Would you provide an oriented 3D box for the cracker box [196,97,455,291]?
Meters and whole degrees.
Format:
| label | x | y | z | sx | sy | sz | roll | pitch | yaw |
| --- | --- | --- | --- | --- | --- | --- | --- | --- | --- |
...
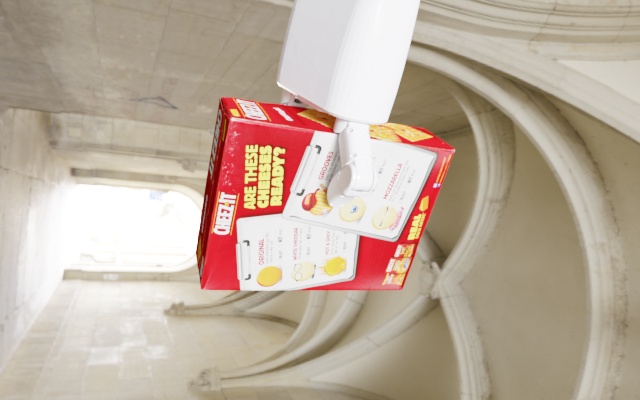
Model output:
| label | x | y | z | sx | sy | sz | roll | pitch | yaw |
| --- | --- | --- | --- | --- | --- | --- | --- | --- | --- |
| cracker box | 0.000 | 0.002 | 0.458 | 0.214 | 0.164 | 0.072 | 5 | 25 | -23 |
